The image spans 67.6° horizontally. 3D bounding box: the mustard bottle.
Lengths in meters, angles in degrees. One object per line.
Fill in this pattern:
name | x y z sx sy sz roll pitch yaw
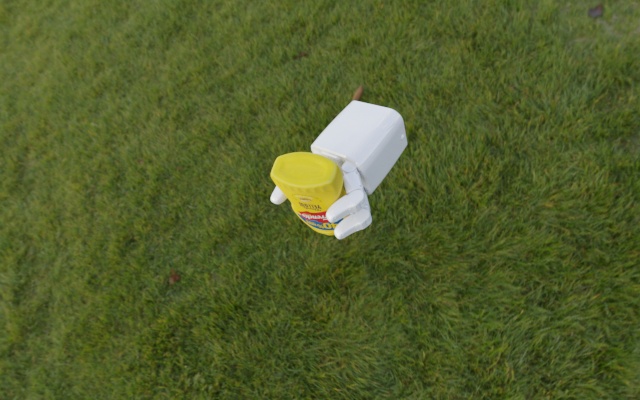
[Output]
mustard bottle | 0.000 0.003 0.719 0.096 0.058 0.192 7 -26 20
